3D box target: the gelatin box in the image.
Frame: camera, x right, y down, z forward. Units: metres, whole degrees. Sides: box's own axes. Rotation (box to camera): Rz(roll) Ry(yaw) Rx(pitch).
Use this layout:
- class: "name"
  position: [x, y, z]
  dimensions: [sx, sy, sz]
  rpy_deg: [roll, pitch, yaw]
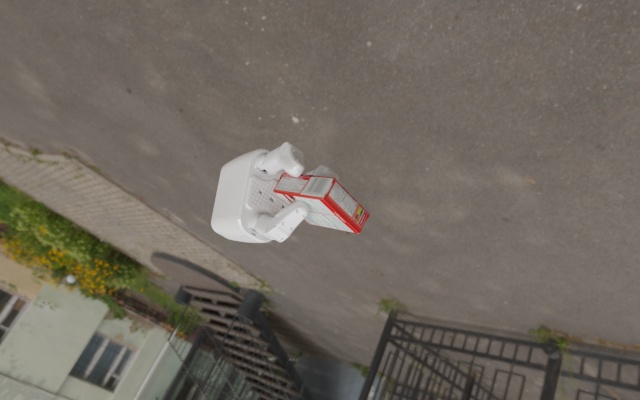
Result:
- class: "gelatin box"
  position: [0.000, 0.002, 0.541]
  dimensions: [0.089, 0.030, 0.073]
  rpy_deg: [9, -27, 47]
